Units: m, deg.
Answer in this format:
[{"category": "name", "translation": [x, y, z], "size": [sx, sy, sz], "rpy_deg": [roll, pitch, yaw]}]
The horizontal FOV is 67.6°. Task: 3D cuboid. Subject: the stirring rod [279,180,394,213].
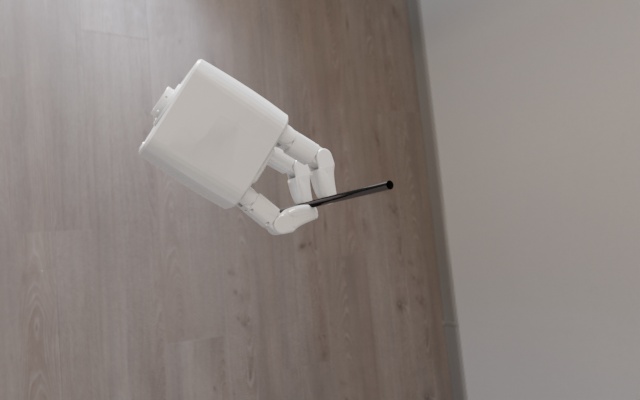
[{"category": "stirring rod", "translation": [0.000, 0.002, 0.517], "size": [0.011, 0.011, 0.239], "rpy_deg": [0, -7, -30]}]
